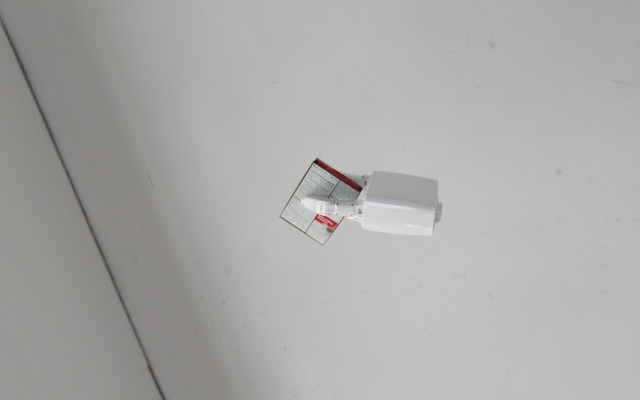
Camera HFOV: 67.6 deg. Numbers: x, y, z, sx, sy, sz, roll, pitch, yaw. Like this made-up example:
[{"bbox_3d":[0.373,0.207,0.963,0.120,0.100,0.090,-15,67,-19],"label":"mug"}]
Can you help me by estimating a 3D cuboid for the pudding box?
[{"bbox_3d":[0.000,0.003,0.760,0.090,0.113,0.039,34,16,2],"label":"pudding box"}]
